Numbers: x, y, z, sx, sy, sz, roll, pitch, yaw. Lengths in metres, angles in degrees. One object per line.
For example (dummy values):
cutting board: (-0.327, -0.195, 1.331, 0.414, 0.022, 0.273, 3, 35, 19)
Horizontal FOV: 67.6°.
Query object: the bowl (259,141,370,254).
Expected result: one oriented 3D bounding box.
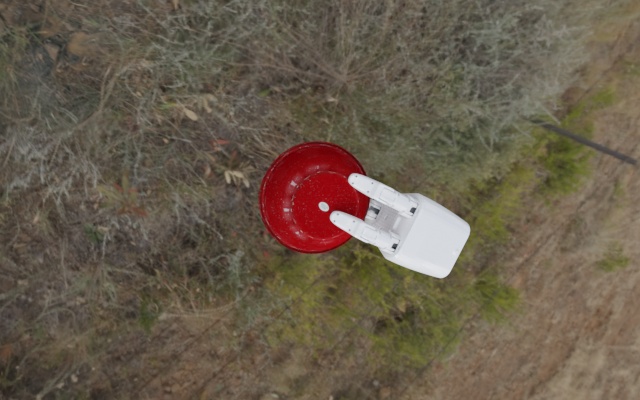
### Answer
bowl: (-0.001, 0.002, 0.646, 0.162, 0.162, 0.055, 0, 11, -15)
